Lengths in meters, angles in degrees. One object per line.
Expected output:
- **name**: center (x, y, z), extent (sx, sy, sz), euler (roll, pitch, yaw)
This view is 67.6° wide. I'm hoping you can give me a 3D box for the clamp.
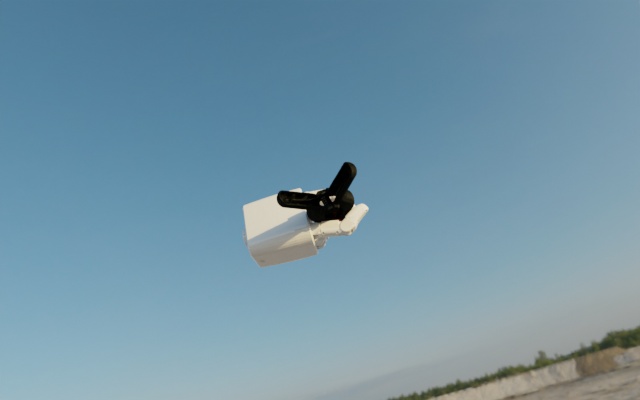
- **clamp**: center (0.000, 0.002, 0.733), extent (0.120, 0.039, 0.171), euler (-15, -25, -1)
